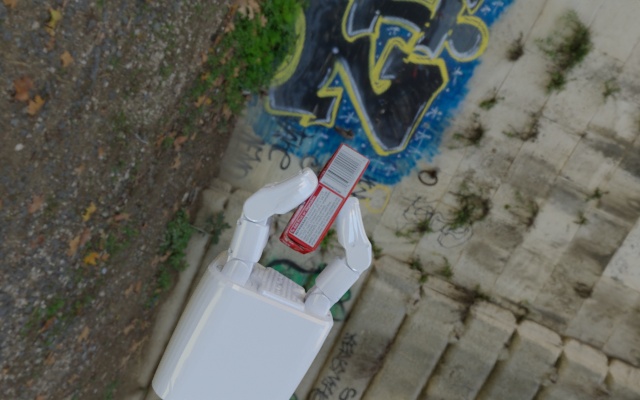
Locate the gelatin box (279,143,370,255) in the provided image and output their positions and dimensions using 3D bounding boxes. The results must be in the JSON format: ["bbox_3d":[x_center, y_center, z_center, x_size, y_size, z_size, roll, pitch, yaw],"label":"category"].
[{"bbox_3d":[0.001,0.001,0.402,0.030,0.089,0.073,33,-10,-3],"label":"gelatin box"}]
